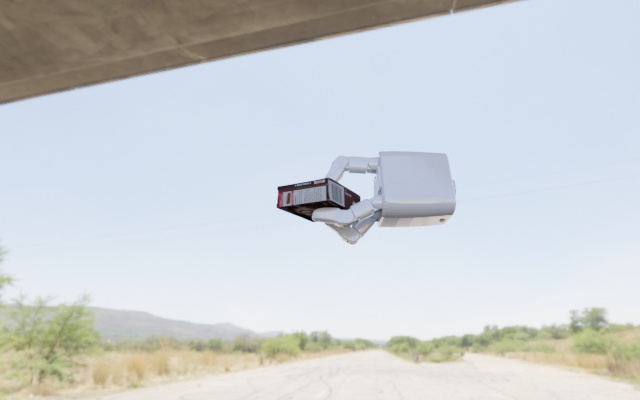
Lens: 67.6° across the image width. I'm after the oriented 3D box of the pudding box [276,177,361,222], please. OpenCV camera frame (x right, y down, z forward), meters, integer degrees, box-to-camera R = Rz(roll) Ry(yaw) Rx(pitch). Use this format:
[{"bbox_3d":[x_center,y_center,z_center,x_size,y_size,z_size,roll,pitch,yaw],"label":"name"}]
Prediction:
[{"bbox_3d":[0.000,0.002,0.727,0.090,0.039,0.113,-9,-20,27],"label":"pudding box"}]
